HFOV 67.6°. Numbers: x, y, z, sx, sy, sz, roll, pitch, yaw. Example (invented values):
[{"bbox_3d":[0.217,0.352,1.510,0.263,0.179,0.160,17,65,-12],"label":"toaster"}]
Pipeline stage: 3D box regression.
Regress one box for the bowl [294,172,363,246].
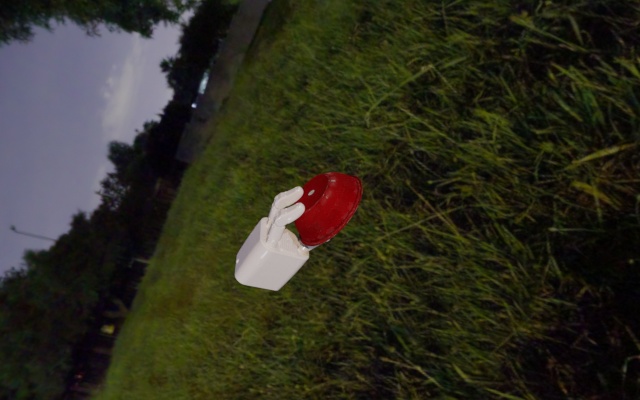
[{"bbox_3d":[0.001,0.002,0.882,0.055,0.162,0.162,40,-21,-26],"label":"bowl"}]
